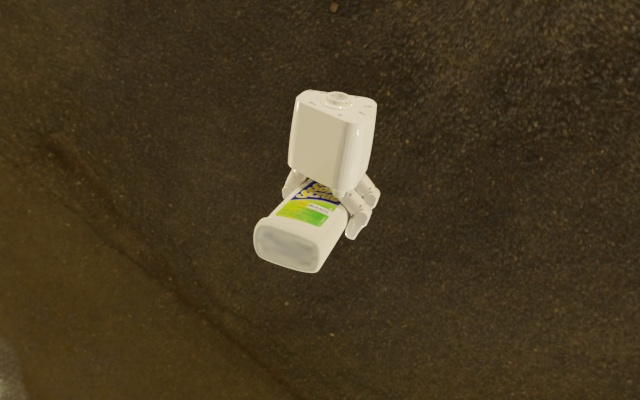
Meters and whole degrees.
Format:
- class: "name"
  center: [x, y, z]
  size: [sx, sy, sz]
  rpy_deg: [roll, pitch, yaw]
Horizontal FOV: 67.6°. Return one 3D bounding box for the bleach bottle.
- class: "bleach bottle"
  center: [0.000, 0.002, 0.720]
  size: [0.102, 0.068, 0.250]
  rpy_deg: [16, 35, 13]
